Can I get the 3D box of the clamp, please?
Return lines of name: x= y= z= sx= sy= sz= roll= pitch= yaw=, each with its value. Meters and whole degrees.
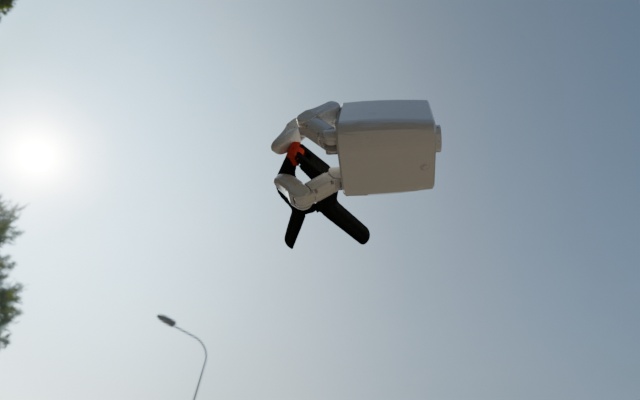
clamp: x=0.000 y=0.001 z=0.614 sx=0.120 sy=0.172 sz=0.039 roll=-3 pitch=44 yaw=8
